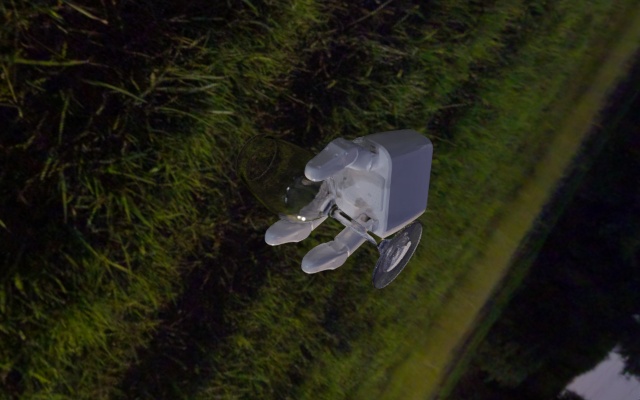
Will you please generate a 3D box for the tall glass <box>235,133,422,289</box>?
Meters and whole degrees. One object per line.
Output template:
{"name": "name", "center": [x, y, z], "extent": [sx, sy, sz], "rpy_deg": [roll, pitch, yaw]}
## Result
{"name": "tall glass", "center": [0.000, 0.002, 0.488], "extent": [0.201, 0.079, 0.079], "rpy_deg": [34, 18, 28]}
